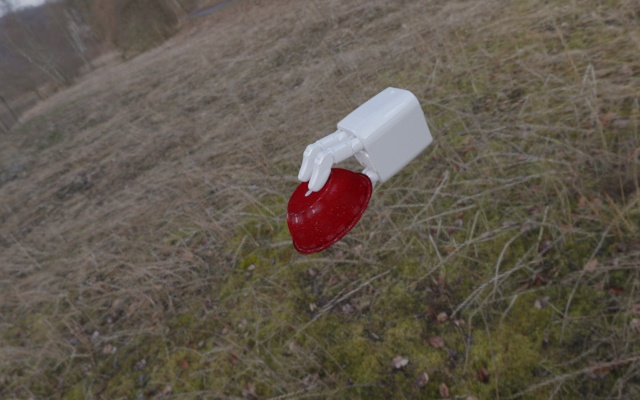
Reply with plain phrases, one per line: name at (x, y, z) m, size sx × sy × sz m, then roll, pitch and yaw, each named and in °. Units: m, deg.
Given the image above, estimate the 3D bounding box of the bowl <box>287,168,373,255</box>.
bowl at (-0.001, 0.003, 0.734) m, size 0.055 × 0.162 × 0.162 m, roll 44°, pitch -23°, yaw -26°
